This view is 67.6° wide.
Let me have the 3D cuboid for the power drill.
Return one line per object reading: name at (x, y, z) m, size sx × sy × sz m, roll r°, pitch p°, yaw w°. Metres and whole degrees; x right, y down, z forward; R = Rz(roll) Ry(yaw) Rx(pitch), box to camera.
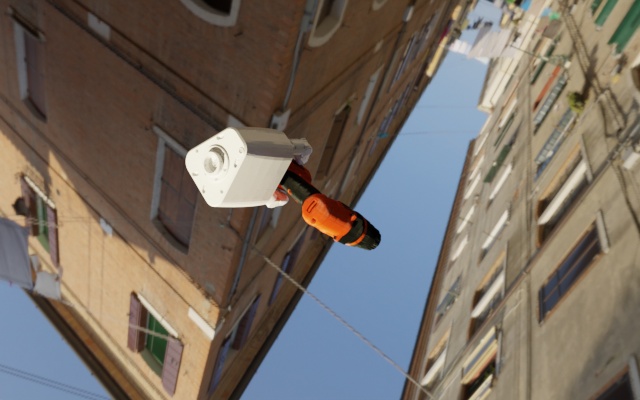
power drill at (0.000, 0.002, 0.758) m, size 0.187 × 0.057 × 0.184 m, roll 39°, pitch 4°, yaw 39°
